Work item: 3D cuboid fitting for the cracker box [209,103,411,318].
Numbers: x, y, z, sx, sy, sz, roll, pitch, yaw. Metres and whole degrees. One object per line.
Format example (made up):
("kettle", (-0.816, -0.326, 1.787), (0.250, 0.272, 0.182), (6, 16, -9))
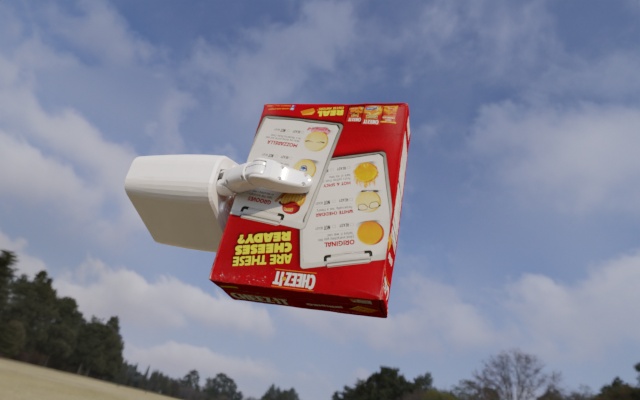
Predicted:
("cracker box", (0.000, 0.001, 0.493), (0.164, 0.213, 0.072), (3, -28, 17))
